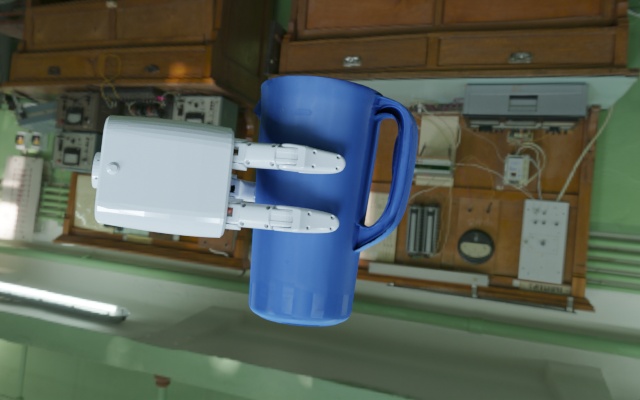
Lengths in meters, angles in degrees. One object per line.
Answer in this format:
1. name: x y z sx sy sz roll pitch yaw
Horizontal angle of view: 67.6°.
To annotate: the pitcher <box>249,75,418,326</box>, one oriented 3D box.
1. pitcher: 0.000 0.002 0.499 0.145 0.243 0.149 7 -2 -20
